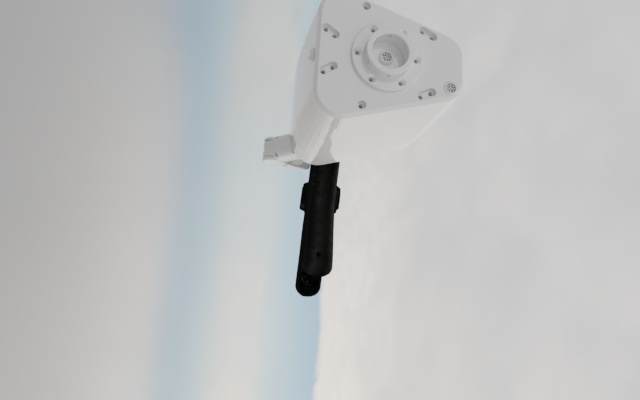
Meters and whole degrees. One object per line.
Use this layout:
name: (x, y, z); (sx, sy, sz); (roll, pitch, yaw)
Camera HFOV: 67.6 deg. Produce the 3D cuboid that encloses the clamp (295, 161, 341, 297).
clamp: (0.001, 0.001, 0.434); (0.039, 0.171, 0.120); (6, -11, -10)
